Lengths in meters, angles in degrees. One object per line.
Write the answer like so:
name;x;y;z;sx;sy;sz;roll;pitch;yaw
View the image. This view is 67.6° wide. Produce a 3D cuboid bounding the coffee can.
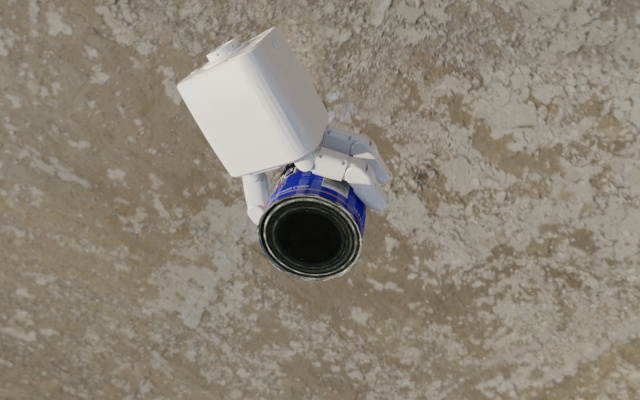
coffee can;0.000;0.002;0.511;0.103;0.103;0.140;0;32;10
